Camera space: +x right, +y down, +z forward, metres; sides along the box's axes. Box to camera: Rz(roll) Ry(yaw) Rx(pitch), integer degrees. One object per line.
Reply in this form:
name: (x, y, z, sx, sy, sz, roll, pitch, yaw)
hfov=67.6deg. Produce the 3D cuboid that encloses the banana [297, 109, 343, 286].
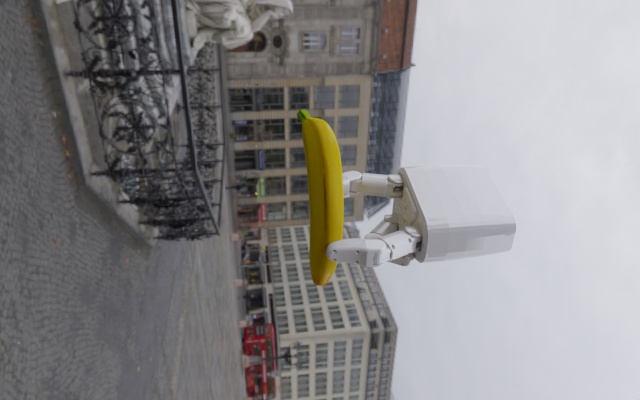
banana: (0.003, 0.000, 0.506, 0.037, 0.198, 0.069, -4, 5, -9)
